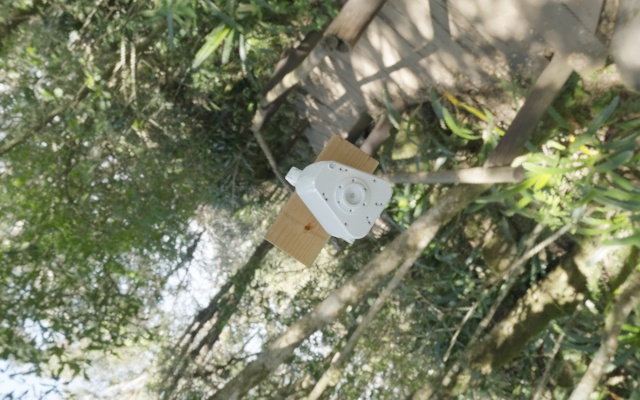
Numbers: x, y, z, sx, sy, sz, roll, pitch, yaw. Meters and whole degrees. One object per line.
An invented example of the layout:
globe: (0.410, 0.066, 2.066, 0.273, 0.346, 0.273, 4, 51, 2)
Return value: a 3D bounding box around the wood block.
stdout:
wood block: (0.000, 0.003, 0.806, 0.091, 0.206, 0.090, 34, -8, 0)
